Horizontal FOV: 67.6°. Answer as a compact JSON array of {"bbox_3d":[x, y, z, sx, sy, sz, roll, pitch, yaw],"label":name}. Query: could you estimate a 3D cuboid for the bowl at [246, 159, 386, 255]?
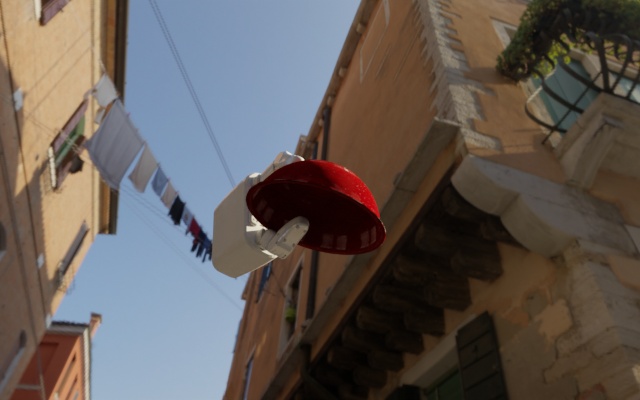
[{"bbox_3d":[0.001,0.001,0.544,0.162,0.055,0.162,14,-28,8],"label":"bowl"}]
